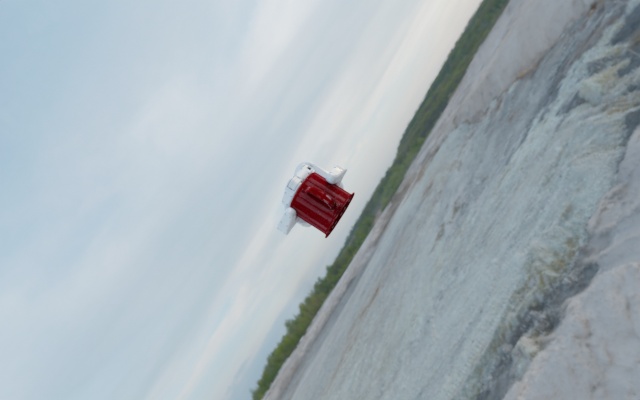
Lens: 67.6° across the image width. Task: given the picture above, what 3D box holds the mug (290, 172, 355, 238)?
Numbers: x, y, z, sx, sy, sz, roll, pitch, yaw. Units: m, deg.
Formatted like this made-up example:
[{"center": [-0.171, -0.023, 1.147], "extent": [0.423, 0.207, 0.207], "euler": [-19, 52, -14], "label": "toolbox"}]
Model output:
[{"center": [0.000, 0.002, 0.810], "extent": [0.081, 0.093, 0.117], "euler": [32, -7, 7], "label": "mug"}]
